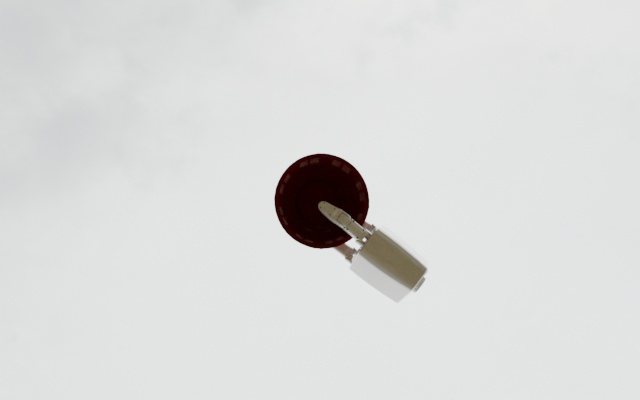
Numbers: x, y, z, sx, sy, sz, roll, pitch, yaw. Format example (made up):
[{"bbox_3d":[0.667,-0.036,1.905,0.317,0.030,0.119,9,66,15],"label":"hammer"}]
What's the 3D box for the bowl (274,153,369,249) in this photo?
[{"bbox_3d":[-0.001,0.002,0.826,0.162,0.162,0.055,0,-5,-7],"label":"bowl"}]
